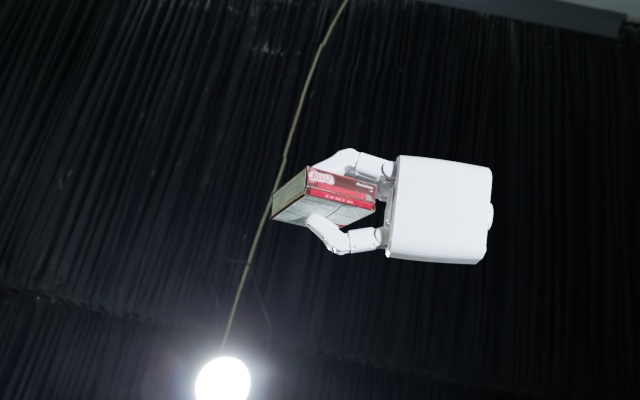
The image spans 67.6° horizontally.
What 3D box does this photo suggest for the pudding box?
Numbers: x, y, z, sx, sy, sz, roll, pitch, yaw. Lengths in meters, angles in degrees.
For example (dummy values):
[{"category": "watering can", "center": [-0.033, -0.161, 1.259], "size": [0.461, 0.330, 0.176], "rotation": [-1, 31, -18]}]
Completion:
[{"category": "pudding box", "center": [0.000, 0.002, 0.570], "size": [0.090, 0.039, 0.113], "rotation": [15, -24, -23]}]
